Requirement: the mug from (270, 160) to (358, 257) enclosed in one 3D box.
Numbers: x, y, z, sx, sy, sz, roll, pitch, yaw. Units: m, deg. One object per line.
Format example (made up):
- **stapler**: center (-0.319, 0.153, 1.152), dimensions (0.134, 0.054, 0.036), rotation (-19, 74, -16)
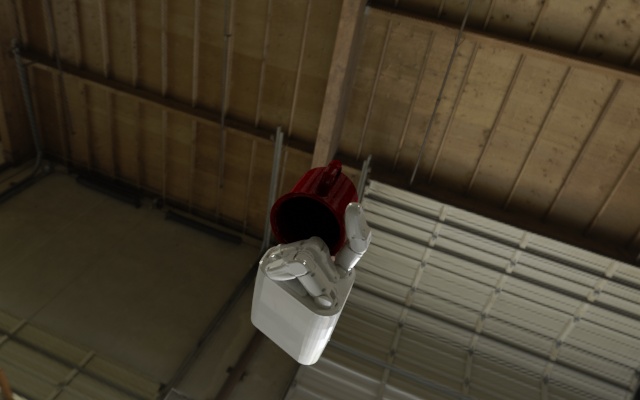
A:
- **mug**: center (0.000, 0.001, 0.573), dimensions (0.093, 0.117, 0.081), rotation (23, 36, 8)
